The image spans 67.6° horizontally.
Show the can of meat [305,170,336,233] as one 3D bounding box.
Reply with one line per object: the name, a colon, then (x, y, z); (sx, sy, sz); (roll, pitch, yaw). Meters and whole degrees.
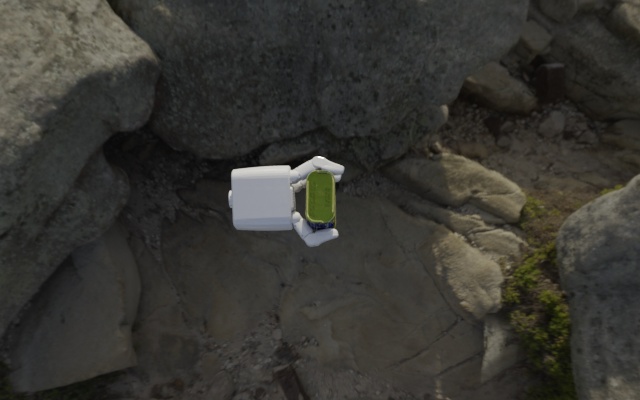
can of meat: (0.000, 0.003, 0.871); (0.057, 0.102, 0.084); (0, -15, 1)
